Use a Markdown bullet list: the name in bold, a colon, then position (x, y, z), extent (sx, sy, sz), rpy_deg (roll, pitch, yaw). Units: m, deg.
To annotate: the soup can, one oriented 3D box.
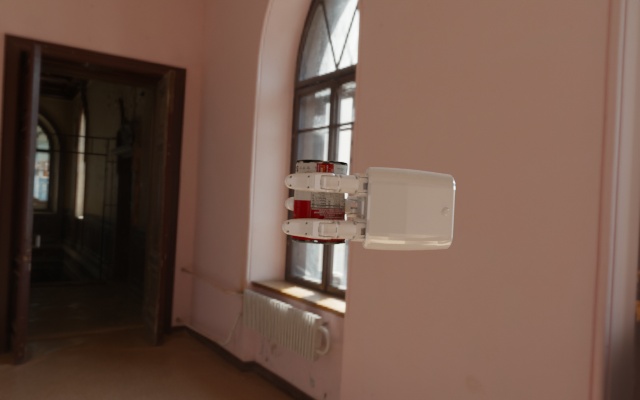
- **soup can**: position (0.000, 0.002, 0.604), extent (0.068, 0.102, 0.068), rpy_deg (3, 0, 0)
